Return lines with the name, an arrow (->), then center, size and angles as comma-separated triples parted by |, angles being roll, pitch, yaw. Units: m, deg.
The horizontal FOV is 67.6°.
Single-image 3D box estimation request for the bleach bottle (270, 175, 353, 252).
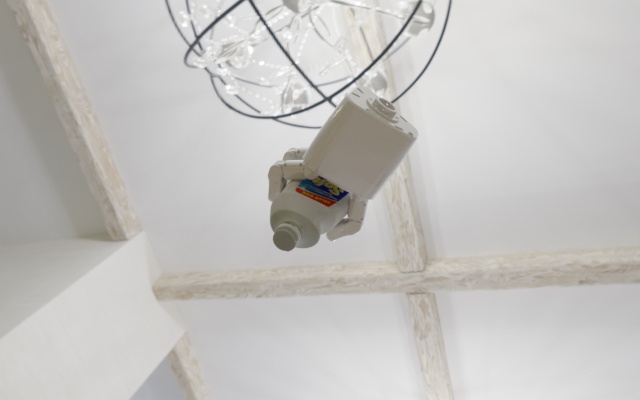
bleach bottle -> 0.000, 0.002, 0.666 | 0.102, 0.068, 0.250 | 35, 30, 0
